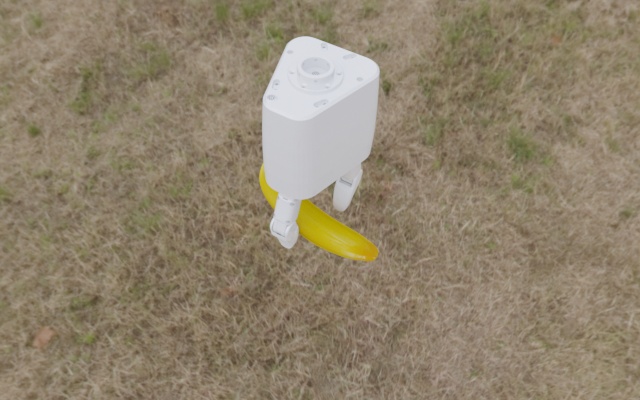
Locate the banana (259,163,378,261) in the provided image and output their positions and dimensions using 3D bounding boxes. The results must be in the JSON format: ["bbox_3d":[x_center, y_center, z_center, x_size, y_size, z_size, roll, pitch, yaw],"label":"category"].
[{"bbox_3d":[-0.017,0.006,0.555,0.069,0.037,0.197,-24,56,-29],"label":"banana"}]
